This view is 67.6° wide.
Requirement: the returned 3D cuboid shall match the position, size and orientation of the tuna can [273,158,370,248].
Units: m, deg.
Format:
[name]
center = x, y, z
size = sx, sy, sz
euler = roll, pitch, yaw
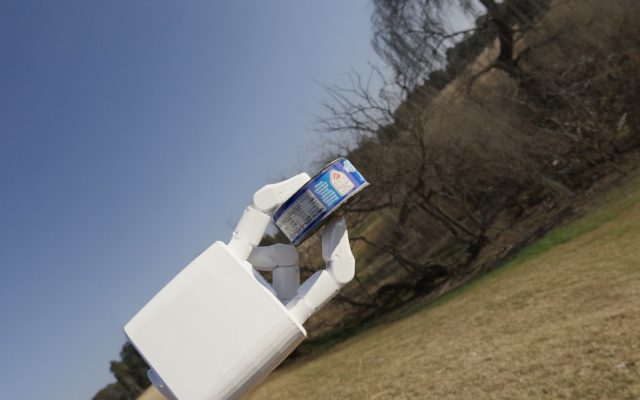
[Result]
[tuna can]
center = 0.000, 0.001, 0.421
size = 0.086, 0.034, 0.086
euler = -40, -5, -4
